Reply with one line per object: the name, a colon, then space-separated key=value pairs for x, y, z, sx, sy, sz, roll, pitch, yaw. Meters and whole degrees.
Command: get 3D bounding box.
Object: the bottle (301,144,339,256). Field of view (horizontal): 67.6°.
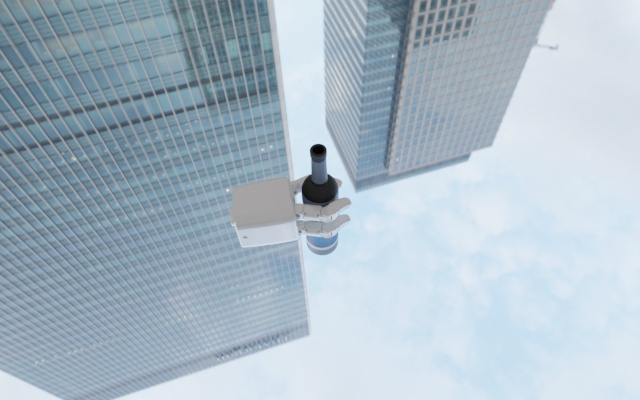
bottle: x=0.000 y=0.003 z=0.876 sx=0.069 sy=0.069 sz=0.296 roll=0 pitch=-34 yaw=2
